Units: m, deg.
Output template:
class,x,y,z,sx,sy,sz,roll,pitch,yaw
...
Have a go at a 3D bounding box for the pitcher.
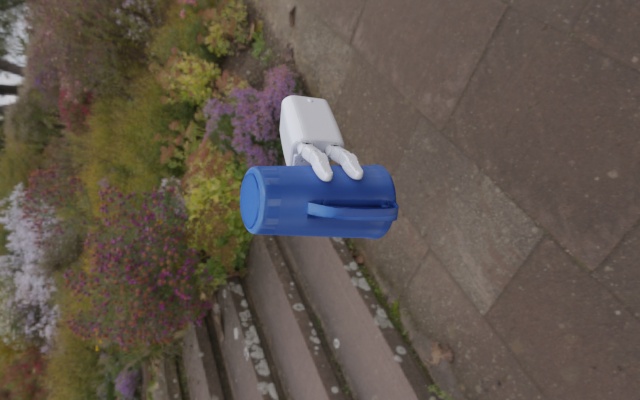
class,x,y,z,sx,sy,sz,roll,pitch,yaw
pitcher,0.000,0.002,0.794,0.243,0.145,0.149,0,-32,-27
